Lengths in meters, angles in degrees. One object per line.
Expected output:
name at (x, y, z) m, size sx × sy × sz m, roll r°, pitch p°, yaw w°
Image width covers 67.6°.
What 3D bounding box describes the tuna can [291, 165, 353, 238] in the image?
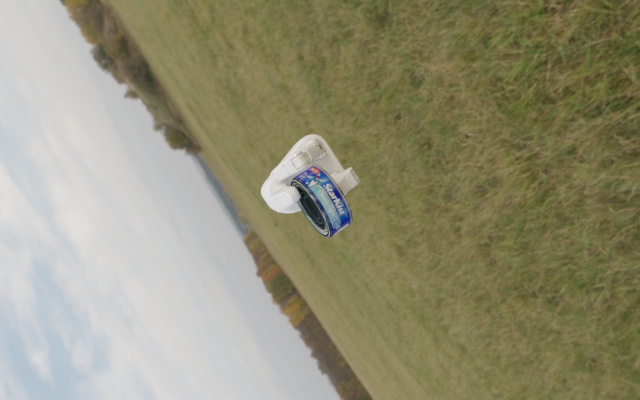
tuna can at (0.000, 0.002, 0.577) m, size 0.033 × 0.086 × 0.086 m, roll -33°, pitch 10°, yaw -15°
